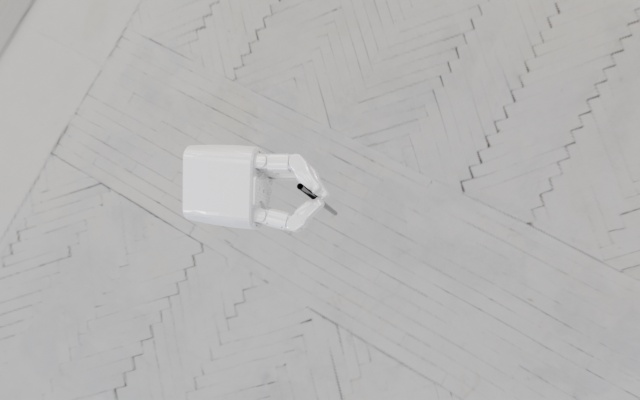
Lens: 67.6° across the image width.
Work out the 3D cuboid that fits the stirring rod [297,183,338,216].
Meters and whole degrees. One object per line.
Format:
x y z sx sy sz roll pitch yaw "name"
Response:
0.000 0.002 0.693 0.011 0.011 0.239 0 -9 12 "stirring rod"
